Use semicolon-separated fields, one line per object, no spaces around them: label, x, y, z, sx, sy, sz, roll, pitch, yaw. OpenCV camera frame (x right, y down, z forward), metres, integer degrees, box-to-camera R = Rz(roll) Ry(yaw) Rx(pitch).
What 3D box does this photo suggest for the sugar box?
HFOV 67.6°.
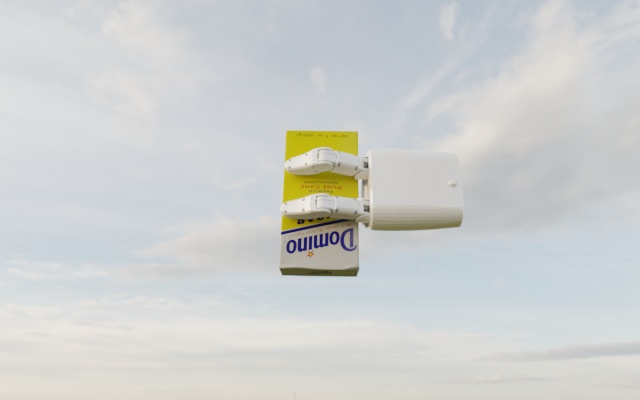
sugar box;0.000;0.002;0.579;0.093;0.176;0.048;0;-22;1
